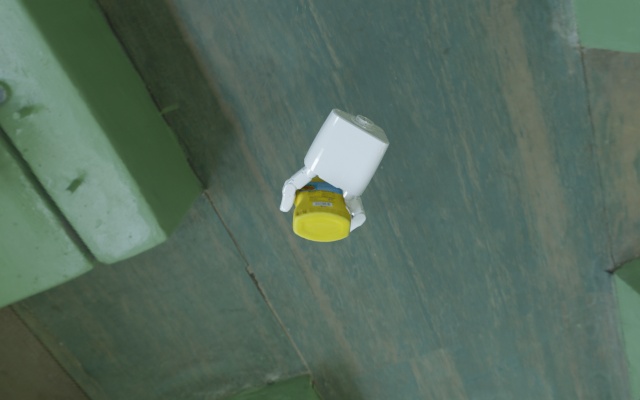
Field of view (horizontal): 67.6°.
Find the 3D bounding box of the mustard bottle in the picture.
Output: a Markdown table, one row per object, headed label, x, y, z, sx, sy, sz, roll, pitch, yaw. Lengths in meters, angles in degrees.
| label | x | y | z | sx | sy | sz | roll | pitch | yaw |
| --- | --- | --- | --- | --- | --- | --- | --- | --- | --- |
| mustard bottle | 0.000 | 0.003 | 0.865 | 0.096 | 0.058 | 0.191 | 2 | 26 | -3 |
